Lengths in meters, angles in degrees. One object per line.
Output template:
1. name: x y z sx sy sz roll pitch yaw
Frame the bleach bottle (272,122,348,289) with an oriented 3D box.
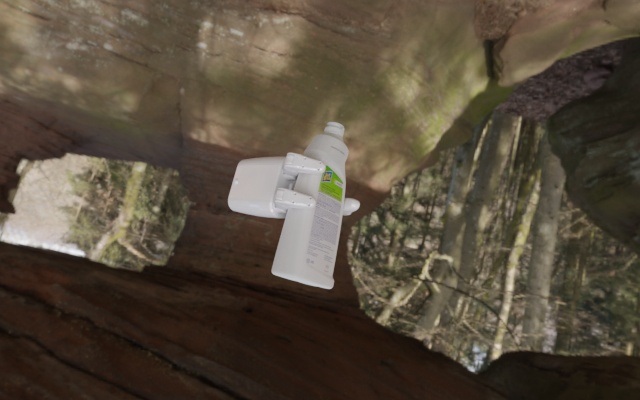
1. bleach bottle: 0.000 0.002 0.739 0.068 0.250 0.102 4 -16 39
